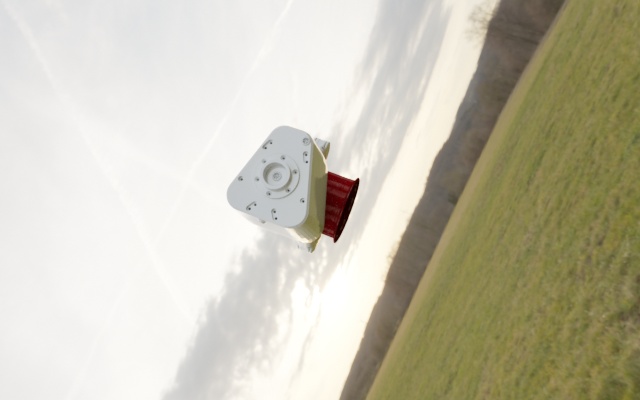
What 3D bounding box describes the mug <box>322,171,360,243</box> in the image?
[{"bbox_3d":[0.000,0.002,0.653,0.081,0.093,0.117,20,-9,10],"label":"mug"}]
